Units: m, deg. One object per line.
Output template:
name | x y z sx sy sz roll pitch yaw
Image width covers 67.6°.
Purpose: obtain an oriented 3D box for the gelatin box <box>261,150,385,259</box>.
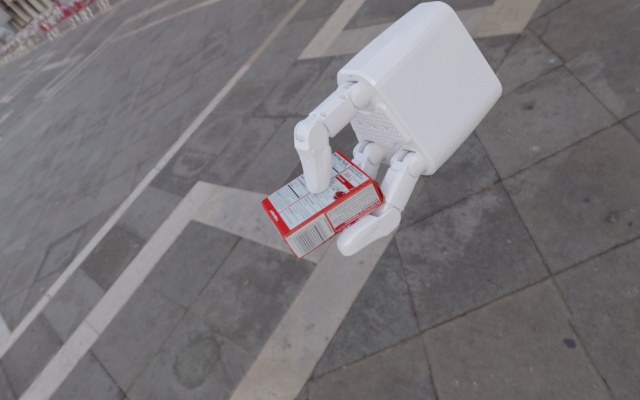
gelatin box | 0.000 0.001 0.413 0.089 0.030 0.073 -33 32 -6
